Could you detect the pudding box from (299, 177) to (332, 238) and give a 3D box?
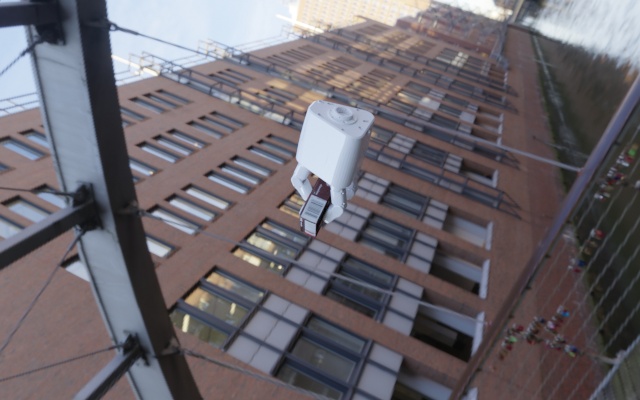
[{"bbox_3d":[0.000,0.003,0.892,0.039,0.113,0.090,26,-19,9],"label":"pudding box"}]
